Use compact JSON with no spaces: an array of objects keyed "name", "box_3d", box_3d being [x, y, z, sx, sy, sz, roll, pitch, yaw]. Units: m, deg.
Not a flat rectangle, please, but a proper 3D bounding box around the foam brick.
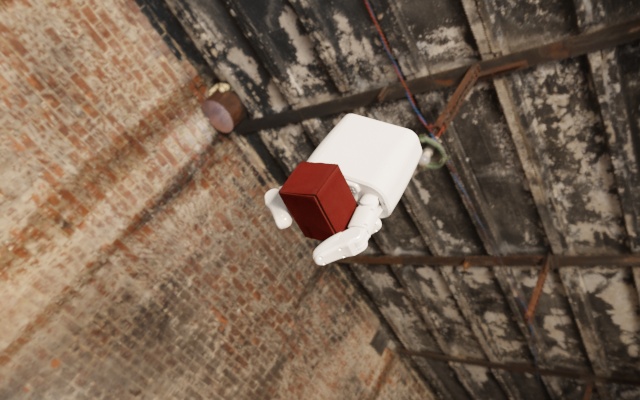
[{"name":"foam brick","box_3d":[0.000,0.002,0.528,0.053,0.051,0.078,8,-39,36]}]
